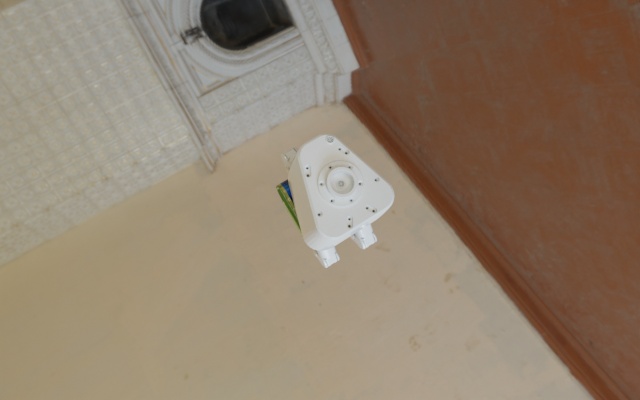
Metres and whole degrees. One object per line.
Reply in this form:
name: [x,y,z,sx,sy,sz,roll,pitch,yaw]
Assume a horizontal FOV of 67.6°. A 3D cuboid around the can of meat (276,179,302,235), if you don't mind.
can of meat: [0.000,0.002,0.642,0.084,0.102,0.057,-31,-2,-12]
